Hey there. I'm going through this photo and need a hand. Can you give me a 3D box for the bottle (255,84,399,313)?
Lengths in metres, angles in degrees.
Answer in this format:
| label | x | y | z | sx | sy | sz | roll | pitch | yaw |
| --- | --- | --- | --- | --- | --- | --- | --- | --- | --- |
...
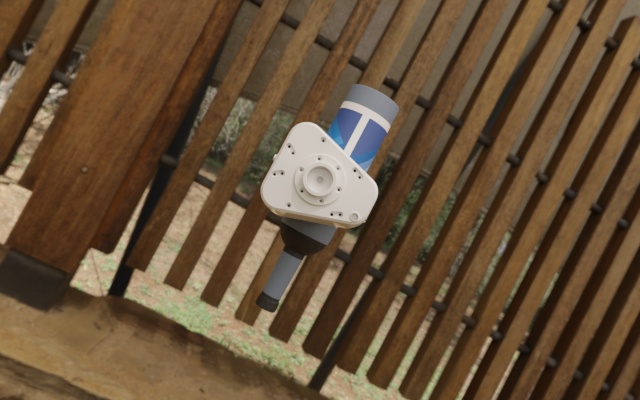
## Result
| label | x | y | z | sx | sy | sz | roll | pitch | yaw |
| --- | --- | --- | --- | --- | --- | --- | --- | --- | --- |
| bottle | 0.000 | 0.002 | 0.593 | 0.069 | 0.295 | 0.069 | 28 | -2 | 1 |
